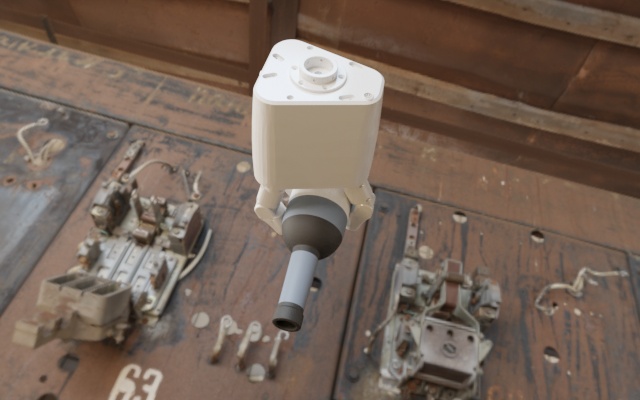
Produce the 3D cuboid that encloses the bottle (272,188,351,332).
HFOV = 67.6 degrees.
[{"bbox_3d":[0.000,0.002,0.523,0.069,0.295,0.069,10,-38,8],"label":"bottle"}]
